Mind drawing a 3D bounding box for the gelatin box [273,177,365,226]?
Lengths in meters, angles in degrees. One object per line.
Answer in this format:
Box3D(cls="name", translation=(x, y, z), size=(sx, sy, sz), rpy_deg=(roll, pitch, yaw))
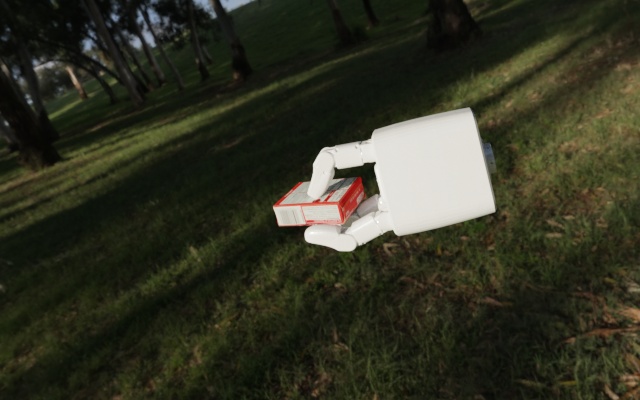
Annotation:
Box3D(cls="gelatin box", translation=(0.000, 0.001, 0.571), size=(0.089, 0.030, 0.073), rpy_deg=(-3, 24, 27))
